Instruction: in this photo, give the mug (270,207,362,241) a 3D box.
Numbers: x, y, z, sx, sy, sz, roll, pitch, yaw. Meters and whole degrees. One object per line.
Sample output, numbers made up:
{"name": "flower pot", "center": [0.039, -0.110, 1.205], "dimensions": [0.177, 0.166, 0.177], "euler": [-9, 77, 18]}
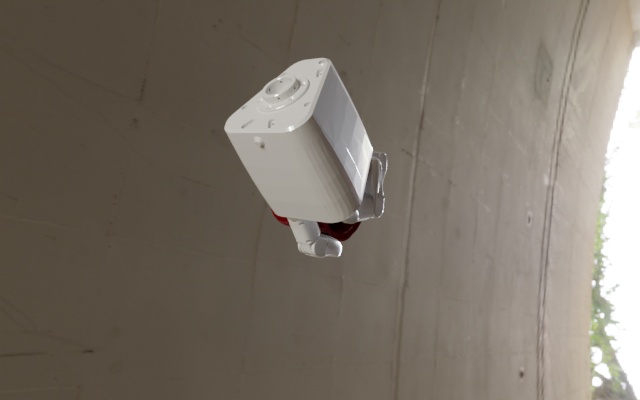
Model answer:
{"name": "mug", "center": [0.000, 0.003, 0.553], "dimensions": [0.081, 0.117, 0.093], "euler": [7, 48, 36]}
